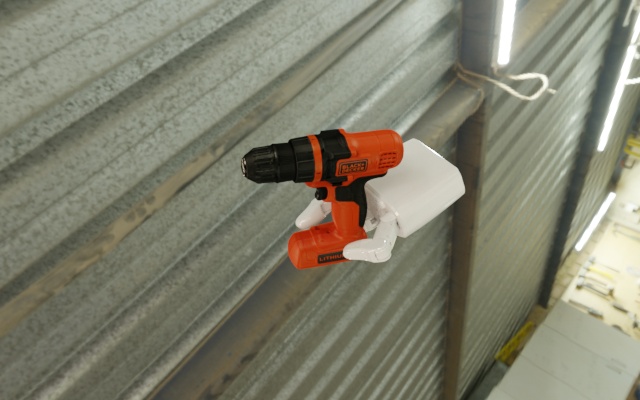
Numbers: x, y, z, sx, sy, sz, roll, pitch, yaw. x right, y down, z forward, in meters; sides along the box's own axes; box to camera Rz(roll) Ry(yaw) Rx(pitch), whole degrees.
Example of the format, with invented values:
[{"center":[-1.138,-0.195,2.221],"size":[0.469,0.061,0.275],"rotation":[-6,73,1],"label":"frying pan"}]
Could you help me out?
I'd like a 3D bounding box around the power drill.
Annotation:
[{"center":[0.000,0.002,0.575],"size":[0.184,0.188,0.057],"rotation":[-8,46,-13],"label":"power drill"}]
